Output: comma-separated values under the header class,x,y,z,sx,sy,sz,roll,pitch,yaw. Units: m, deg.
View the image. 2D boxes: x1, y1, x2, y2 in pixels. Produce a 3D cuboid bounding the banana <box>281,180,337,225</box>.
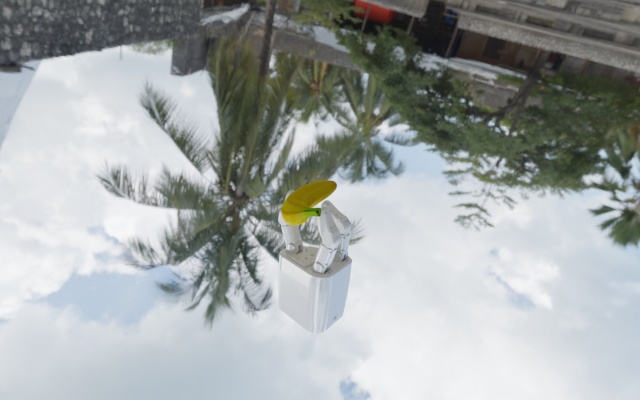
class,x,y,z,sx,sy,sz,roll,pitch,yaw
banana,-0.019,0.004,0.716,0.069,0.037,0.197,-2,15,9
